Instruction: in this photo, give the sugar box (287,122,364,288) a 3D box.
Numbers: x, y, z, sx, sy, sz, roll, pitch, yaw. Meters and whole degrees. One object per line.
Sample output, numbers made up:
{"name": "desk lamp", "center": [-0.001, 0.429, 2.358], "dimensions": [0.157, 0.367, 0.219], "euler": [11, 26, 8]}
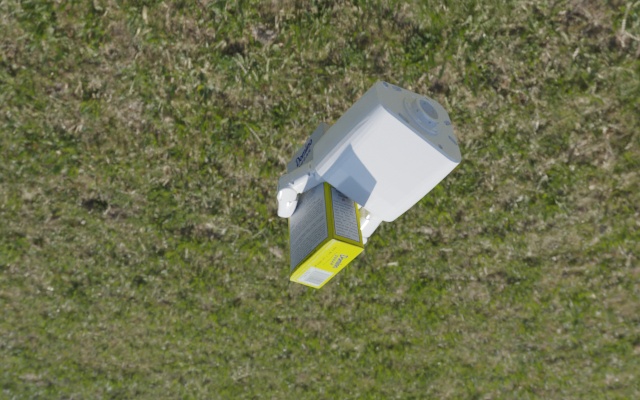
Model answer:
{"name": "sugar box", "center": [0.001, 0.002, 0.557], "dimensions": [0.048, 0.176, 0.093], "euler": [21, -45, -25]}
